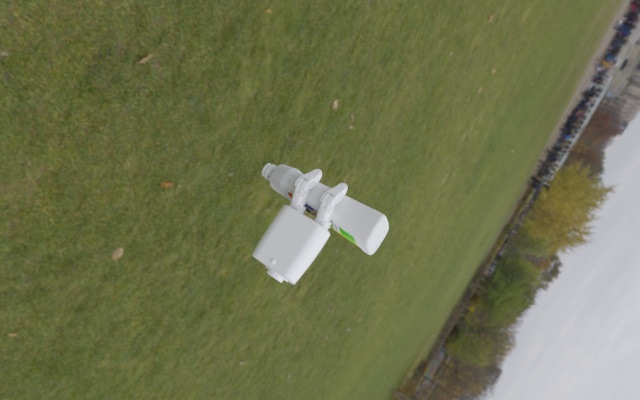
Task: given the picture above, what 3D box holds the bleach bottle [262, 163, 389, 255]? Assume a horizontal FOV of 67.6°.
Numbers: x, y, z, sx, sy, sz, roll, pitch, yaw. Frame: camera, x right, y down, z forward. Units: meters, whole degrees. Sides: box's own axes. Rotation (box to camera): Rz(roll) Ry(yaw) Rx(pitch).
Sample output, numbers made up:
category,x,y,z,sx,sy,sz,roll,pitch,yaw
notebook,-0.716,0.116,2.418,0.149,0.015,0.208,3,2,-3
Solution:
category,x,y,z,sx,sy,sz,roll,pitch,yaw
bleach bottle,0.000,0.003,0.873,0.251,0.068,0.103,30,-11,21
